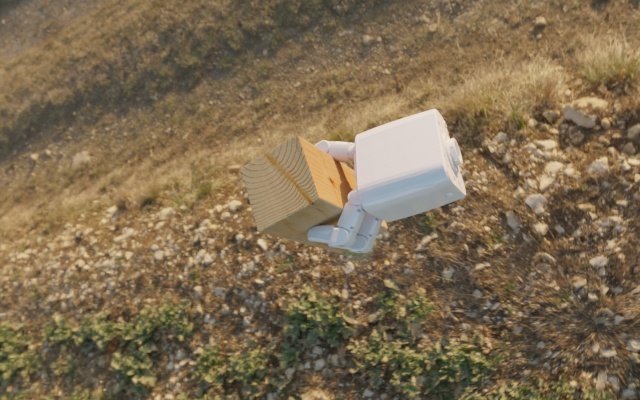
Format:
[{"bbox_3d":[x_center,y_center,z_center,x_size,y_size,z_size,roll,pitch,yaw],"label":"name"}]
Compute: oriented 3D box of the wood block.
[{"bbox_3d":[0.000,0.002,0.638,0.090,0.090,0.206,-28,-25,21],"label":"wood block"}]
